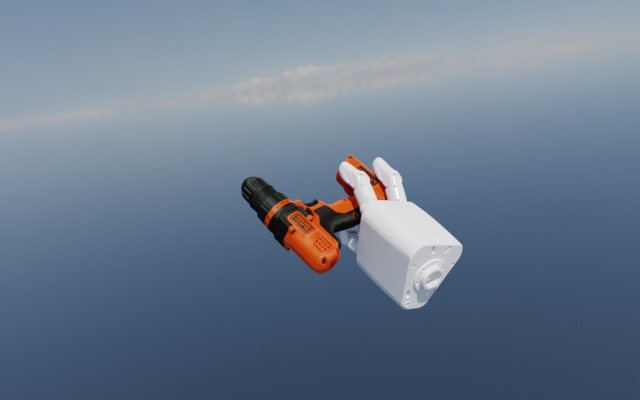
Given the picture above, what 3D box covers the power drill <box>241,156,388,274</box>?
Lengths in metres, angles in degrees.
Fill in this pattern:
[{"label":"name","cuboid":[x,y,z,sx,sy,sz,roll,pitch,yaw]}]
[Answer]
[{"label":"power drill","cuboid":[0.001,0.002,0.708,0.187,0.184,0.057,-31,-26,-34]}]
